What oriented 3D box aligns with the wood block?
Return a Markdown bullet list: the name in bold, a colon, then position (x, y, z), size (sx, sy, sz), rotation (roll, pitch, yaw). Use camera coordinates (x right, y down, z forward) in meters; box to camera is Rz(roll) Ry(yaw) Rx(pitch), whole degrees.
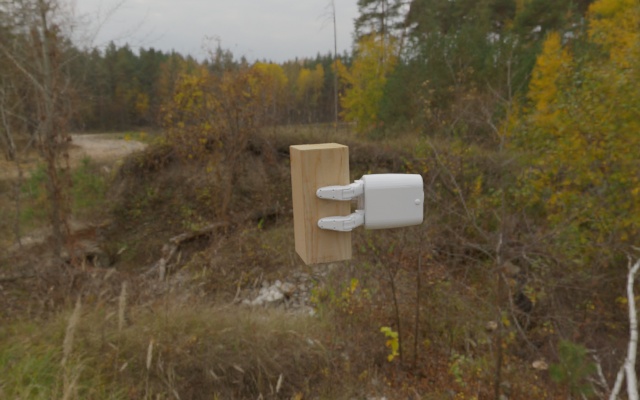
- **wood block**: position (0.000, 0.003, 0.882), size (0.090, 0.206, 0.091), rotation (-6, 12, -14)
